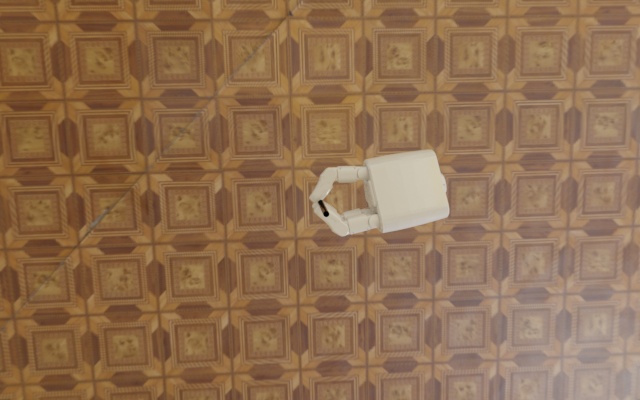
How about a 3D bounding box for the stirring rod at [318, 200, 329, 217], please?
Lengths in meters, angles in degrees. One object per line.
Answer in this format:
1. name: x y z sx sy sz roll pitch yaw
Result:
1. stirring rod: 0.000 0.002 0.728 0.011 0.011 0.239 0 7 -4
